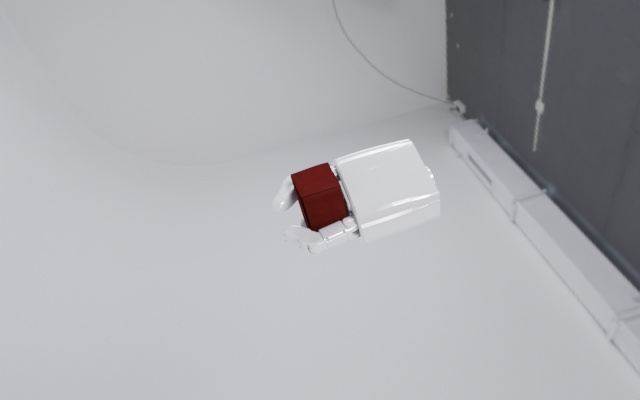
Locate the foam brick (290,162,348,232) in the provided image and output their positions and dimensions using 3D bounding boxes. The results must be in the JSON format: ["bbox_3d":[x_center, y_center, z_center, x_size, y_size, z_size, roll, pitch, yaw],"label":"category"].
[{"bbox_3d":[0.000,0.002,0.593,0.051,0.078,0.053,-19,42,-4],"label":"foam brick"}]
